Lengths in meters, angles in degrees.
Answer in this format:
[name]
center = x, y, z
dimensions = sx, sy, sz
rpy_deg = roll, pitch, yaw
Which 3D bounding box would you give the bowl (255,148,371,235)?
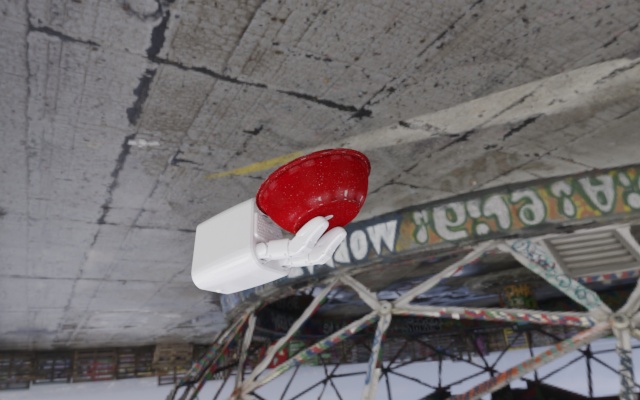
[bowl]
center = 0.001, 0.002, 0.624
dimensions = 0.162, 0.055, 0.162
rpy_deg = -17, -27, -9
